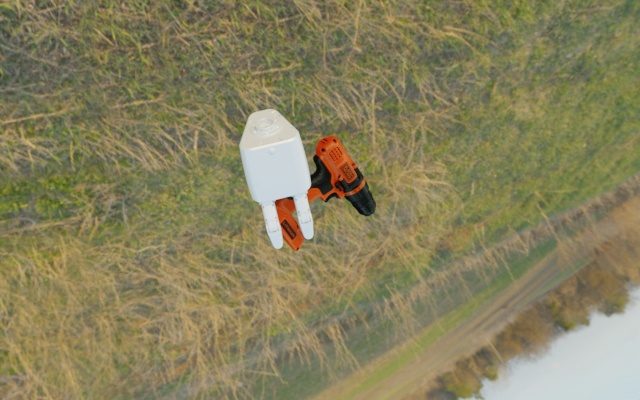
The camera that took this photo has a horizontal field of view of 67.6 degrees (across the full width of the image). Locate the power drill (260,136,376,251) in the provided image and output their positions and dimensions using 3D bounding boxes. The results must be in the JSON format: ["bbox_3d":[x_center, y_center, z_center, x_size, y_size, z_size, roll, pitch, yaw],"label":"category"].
[{"bbox_3d":[0.000,0.003,0.866,0.187,0.184,0.057,-41,30,-10],"label":"power drill"}]
